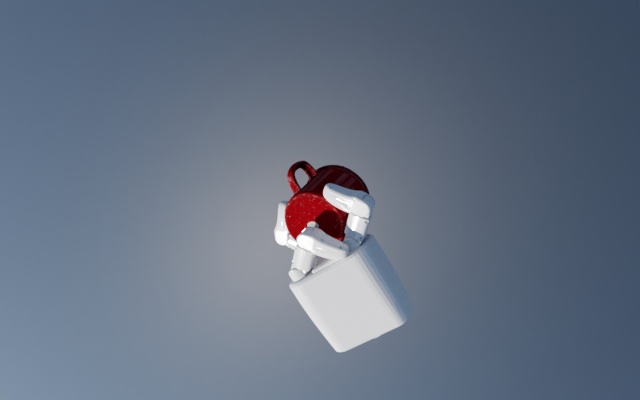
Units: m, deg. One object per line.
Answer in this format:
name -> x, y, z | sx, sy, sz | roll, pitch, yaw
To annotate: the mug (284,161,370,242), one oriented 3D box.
mug -> -0.001, 0.001, 0.601 | 0.093, 0.117, 0.081 | -29, 9, 33
